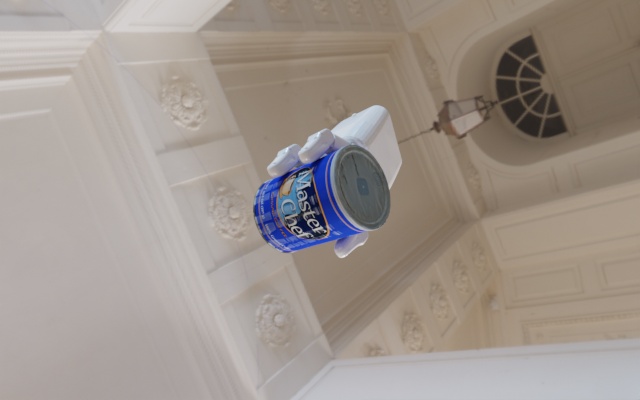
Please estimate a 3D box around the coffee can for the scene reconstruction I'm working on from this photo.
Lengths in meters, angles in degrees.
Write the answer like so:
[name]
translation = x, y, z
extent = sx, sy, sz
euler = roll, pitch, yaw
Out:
[coffee can]
translation = 0.000, 0.002, 0.592
extent = 0.140, 0.103, 0.103
euler = -20, -13, 40
